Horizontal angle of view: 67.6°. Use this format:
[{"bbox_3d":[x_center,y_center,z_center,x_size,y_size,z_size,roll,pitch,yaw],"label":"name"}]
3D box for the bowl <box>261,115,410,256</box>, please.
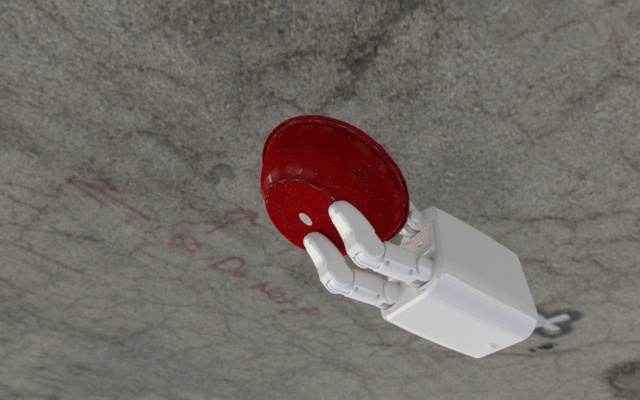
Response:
[{"bbox_3d":[-0.001,0.001,0.459,0.162,0.162,0.055,0,37,35],"label":"bowl"}]
